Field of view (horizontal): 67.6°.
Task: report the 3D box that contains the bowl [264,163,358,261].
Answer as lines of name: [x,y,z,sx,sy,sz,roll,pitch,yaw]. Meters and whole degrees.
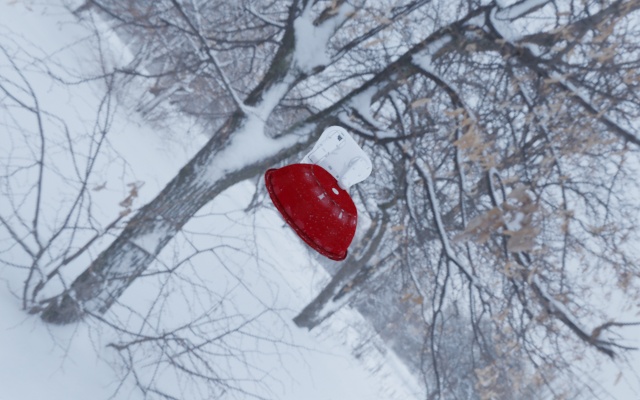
bowl: [0.000,0.002,0.647,0.055,0.162,0.162,-41,-14,17]
